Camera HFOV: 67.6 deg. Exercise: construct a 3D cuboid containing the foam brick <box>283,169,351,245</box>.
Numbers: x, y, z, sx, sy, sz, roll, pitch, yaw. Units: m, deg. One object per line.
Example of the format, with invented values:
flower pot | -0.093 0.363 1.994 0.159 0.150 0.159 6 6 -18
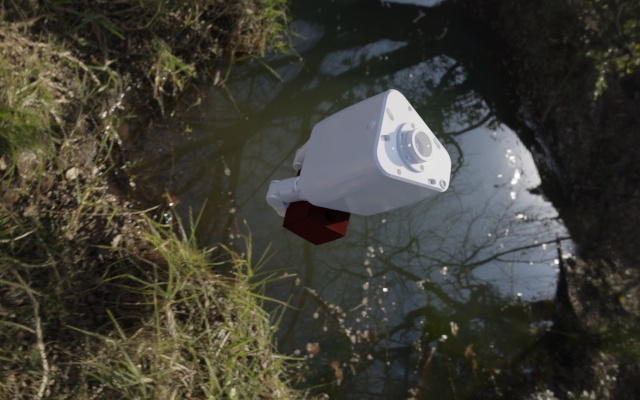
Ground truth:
foam brick | 0.000 0.002 0.534 0.053 0.078 0.051 29 -30 -30
